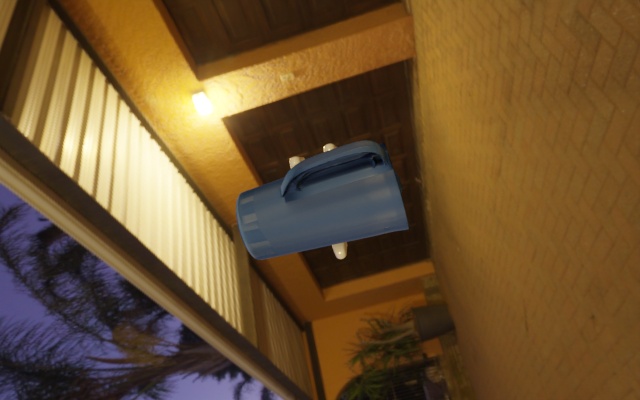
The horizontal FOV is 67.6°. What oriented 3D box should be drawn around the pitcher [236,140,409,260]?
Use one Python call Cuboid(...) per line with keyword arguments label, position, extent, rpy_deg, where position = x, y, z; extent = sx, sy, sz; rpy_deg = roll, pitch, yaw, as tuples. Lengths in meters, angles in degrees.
Cuboid(label="pitcher", position=(0.000, 0.002, 0.710), extent=(0.243, 0.149, 0.145), rpy_deg=(-16, 9, 6))
